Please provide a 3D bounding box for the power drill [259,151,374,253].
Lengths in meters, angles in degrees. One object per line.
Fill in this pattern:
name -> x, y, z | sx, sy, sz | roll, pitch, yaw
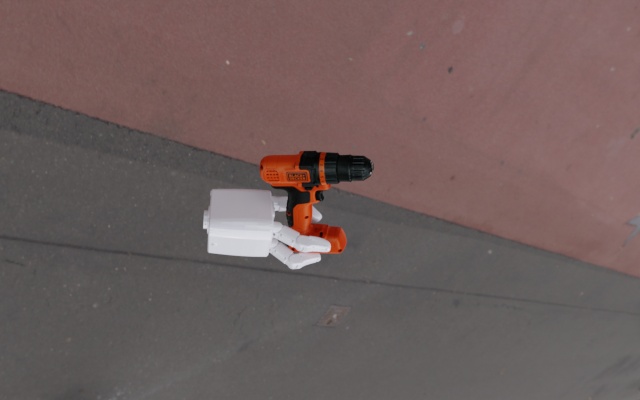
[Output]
power drill -> 0.000, 0.003, 0.805 | 0.184, 0.188, 0.057 | 2, 35, 12
